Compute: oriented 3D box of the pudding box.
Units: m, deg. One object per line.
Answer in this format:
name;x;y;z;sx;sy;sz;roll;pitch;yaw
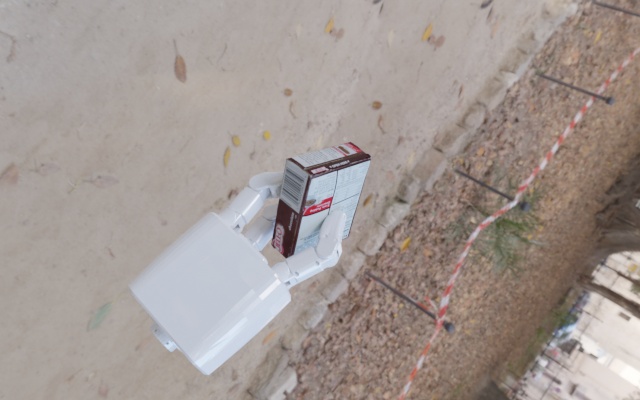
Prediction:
pudding box;0.000;0.002;0.502;0.090;0.114;0.039;-20;48;-40
